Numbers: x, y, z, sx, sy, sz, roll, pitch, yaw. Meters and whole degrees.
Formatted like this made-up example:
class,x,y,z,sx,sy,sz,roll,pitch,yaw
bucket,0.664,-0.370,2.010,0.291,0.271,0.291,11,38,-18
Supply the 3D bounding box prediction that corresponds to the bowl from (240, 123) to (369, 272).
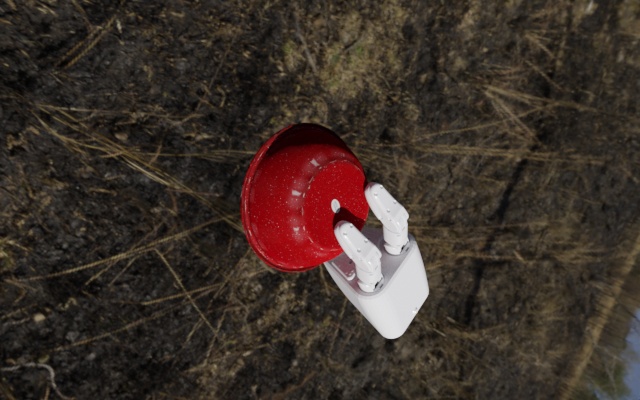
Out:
class,x,y,z,sx,sy,sz,roll,pitch,yaw
bowl,0.000,0.001,0.493,0.162,0.162,0.055,0,8,-41
